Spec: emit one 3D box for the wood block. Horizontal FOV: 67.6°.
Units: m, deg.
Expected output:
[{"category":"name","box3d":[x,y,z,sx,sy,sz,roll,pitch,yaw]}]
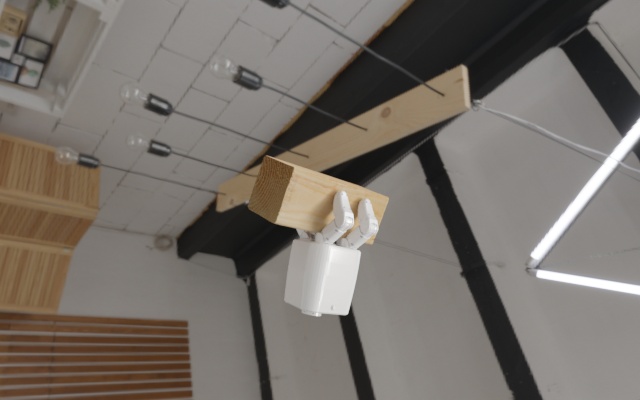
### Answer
[{"category":"wood block","box3d":[0.000,0.003,0.780,0.206,0.090,0.091,16,5,-39]}]
